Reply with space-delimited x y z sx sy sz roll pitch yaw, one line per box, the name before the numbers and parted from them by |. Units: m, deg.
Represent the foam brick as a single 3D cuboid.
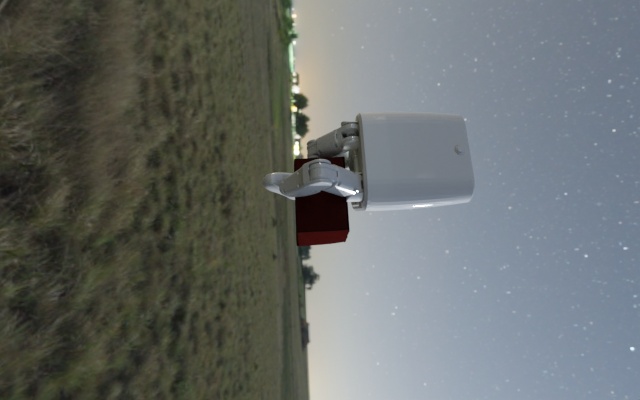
foam brick | 0.000 0.002 0.479 0.051 0.078 0.053 -2 -18 -4
